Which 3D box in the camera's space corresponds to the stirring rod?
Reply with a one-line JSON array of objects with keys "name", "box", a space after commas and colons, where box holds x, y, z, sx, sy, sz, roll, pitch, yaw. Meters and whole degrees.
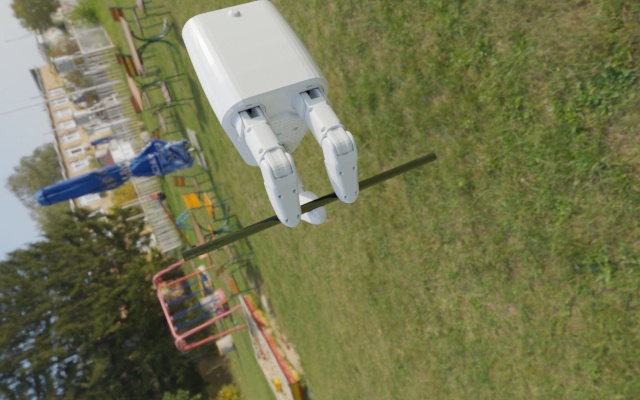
[{"name": "stirring rod", "box": [0.000, 0.001, 0.406, 0.239, 0.011, 0.011, -22, 7, -19]}]
